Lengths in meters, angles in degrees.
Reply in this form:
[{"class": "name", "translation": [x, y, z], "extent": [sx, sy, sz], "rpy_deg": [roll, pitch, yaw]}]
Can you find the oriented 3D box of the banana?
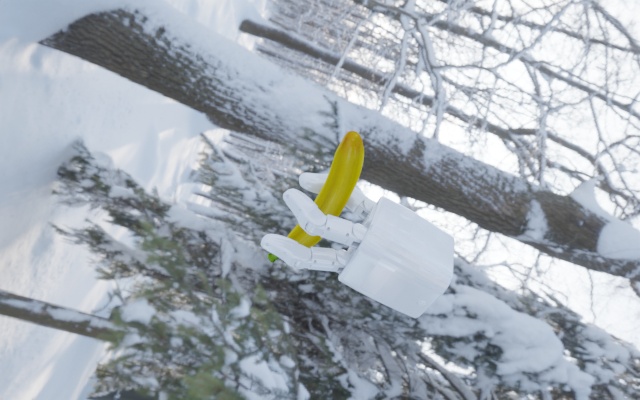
[{"class": "banana", "translation": [0.007, 0.001, 0.570], "extent": [0.037, 0.198, 0.069], "rpy_deg": [39, 27, 15]}]
